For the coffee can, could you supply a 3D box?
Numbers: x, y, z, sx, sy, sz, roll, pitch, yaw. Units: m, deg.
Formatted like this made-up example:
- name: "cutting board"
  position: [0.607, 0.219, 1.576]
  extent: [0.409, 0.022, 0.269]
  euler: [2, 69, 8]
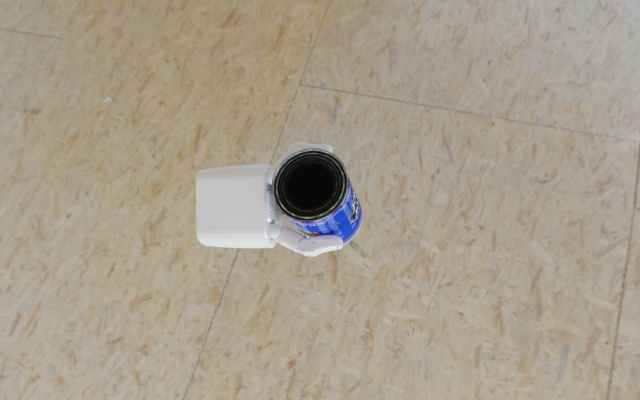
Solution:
- name: "coffee can"
  position: [0.000, 0.002, 0.674]
  extent: [0.103, 0.102, 0.140]
  euler: [0, -19, 12]
